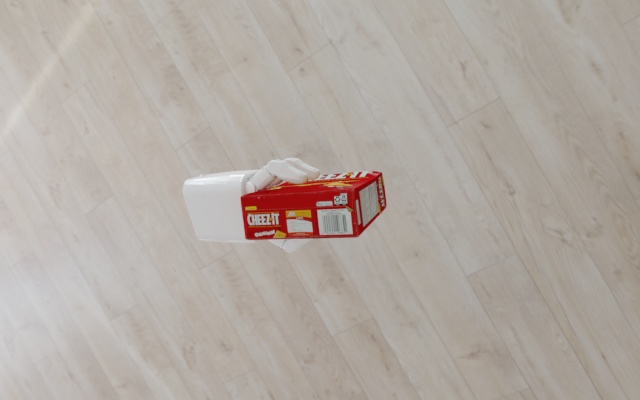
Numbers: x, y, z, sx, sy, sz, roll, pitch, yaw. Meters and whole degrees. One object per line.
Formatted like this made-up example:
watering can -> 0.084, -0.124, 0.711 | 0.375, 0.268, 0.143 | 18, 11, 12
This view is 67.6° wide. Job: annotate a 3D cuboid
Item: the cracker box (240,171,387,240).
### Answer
cracker box -> 0.000, 0.003, 0.727 | 0.164, 0.072, 0.213 | -3, 9, 18
